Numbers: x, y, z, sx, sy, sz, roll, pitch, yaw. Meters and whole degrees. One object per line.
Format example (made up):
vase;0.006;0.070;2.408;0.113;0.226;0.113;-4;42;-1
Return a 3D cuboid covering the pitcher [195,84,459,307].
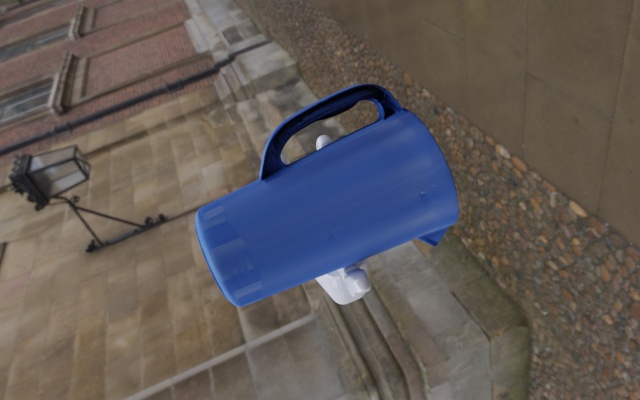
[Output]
pitcher;0.000;0.002;0.485;0.243;0.149;0.145;-24;-30;-6
